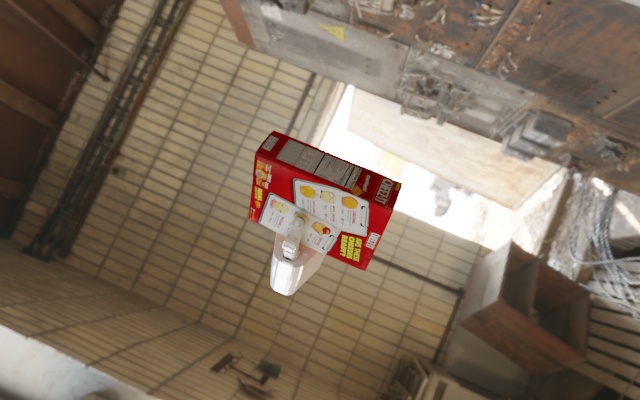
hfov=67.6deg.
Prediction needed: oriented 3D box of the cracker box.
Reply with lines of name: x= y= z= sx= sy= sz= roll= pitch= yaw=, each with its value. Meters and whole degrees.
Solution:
cracker box: x=0.000 y=0.002 z=0.745 sx=0.213 sy=0.072 sz=0.164 roll=23 pitch=-40 yaw=6
